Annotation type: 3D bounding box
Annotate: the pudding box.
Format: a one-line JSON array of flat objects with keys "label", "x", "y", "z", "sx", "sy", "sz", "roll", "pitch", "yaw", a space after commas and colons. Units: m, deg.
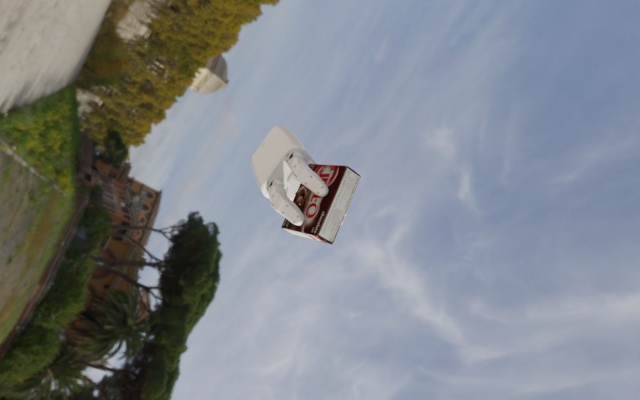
[{"label": "pudding box", "x": 0.000, "y": 0.002, "z": 0.705, "sx": 0.039, "sy": 0.113, "sz": 0.090, "roll": 29, "pitch": -13, "yaw": -36}]
